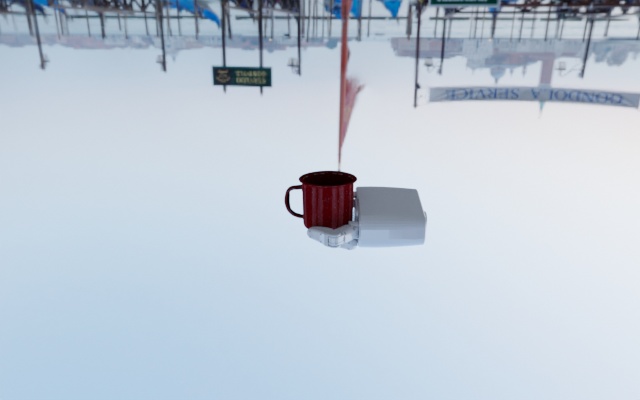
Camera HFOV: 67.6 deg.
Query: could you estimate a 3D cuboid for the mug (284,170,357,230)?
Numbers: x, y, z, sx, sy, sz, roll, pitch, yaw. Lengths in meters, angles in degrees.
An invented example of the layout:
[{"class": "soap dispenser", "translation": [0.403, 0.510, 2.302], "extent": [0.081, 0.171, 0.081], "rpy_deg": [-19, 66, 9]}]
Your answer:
[{"class": "mug", "translation": [-0.001, 0.003, 0.770], "extent": [0.117, 0.081, 0.093], "rpy_deg": [0, 19, 0]}]
